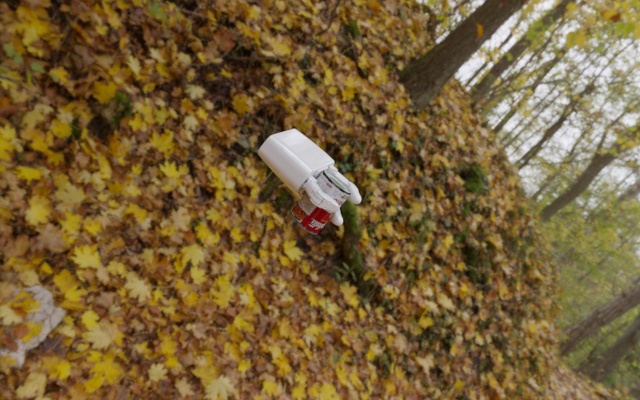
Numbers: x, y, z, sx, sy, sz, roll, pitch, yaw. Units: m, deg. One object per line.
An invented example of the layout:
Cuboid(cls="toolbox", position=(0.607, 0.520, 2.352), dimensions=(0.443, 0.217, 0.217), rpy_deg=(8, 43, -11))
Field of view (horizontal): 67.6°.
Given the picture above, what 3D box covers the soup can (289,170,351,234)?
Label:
Cuboid(cls="soup can", position=(0.001, 0.003, 0.883), dimensions=(0.068, 0.102, 0.068), rpy_deg=(37, 14, -11))
